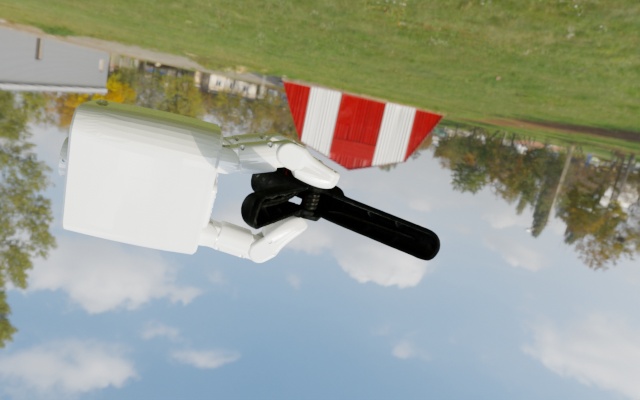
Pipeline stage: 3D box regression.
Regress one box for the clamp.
[{"bbox_3d":[-0.001,0.002,0.435,0.164,0.036,0.210,15,9,-18],"label":"clamp"}]
